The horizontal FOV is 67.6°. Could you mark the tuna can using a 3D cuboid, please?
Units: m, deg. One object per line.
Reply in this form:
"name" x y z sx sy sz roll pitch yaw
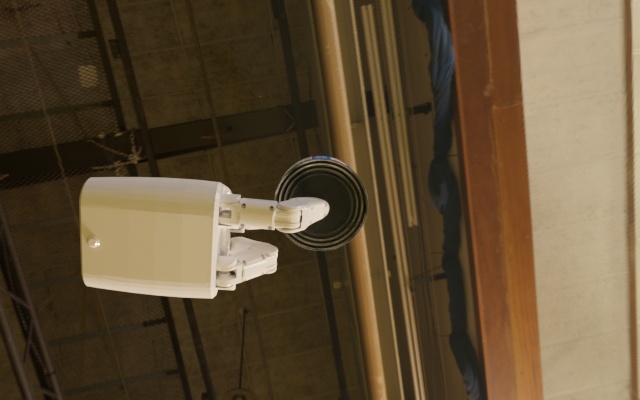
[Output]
"tuna can" 0.000 0.001 0.447 0.086 0.086 0.033 0 12 -2
